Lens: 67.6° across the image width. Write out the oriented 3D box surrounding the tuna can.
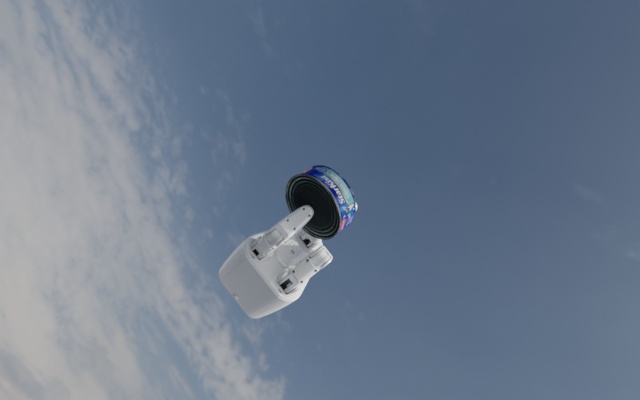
[{"bbox_3d":[0.000,0.002,0.571,0.086,0.086,0.033,0,26,46],"label":"tuna can"}]
